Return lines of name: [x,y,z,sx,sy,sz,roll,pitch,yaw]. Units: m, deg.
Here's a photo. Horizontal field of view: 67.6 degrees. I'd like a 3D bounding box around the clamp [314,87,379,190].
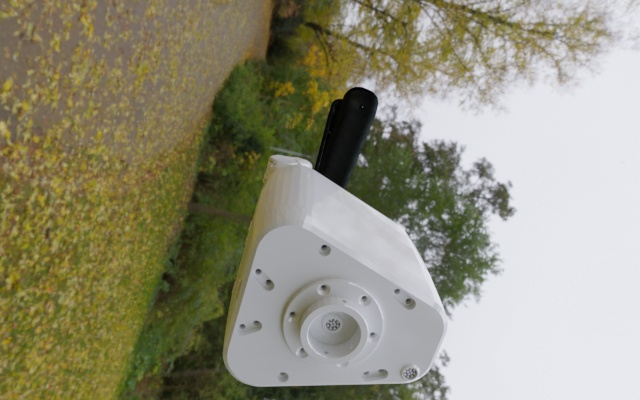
clamp: [0.001,0.002,0.420,0.036,0.210,0.164,16,15,-4]
